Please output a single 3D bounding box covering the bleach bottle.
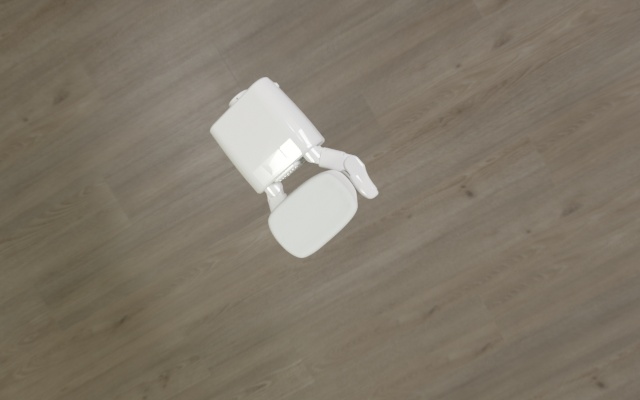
[{"bbox_3d":[0.000,0.002,0.645,0.102,0.068,0.251,-40,2,7],"label":"bleach bottle"}]
